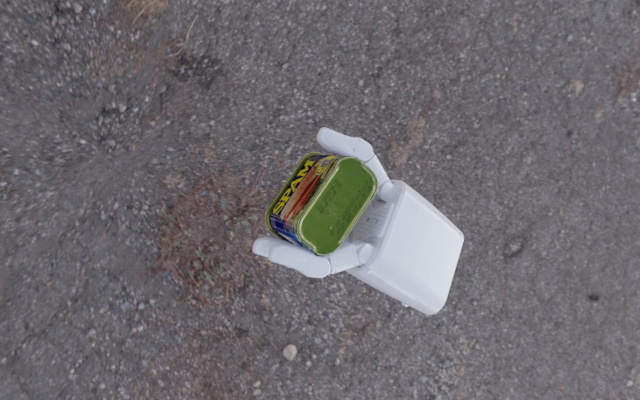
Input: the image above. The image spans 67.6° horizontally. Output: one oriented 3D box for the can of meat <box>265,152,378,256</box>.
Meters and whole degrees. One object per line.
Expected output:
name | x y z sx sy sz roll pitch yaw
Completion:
can of meat | 0.000 0.001 0.479 0.057 0.102 0.084 38 -11 -23
